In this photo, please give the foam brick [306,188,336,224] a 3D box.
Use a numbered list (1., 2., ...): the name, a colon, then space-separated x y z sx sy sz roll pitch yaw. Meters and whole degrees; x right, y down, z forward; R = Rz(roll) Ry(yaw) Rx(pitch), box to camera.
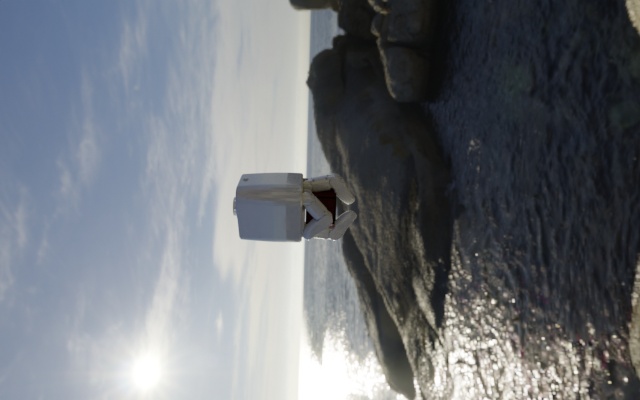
1. foam brick: 0.000 0.003 0.835 0.051 0.053 0.078 1 22 -1
